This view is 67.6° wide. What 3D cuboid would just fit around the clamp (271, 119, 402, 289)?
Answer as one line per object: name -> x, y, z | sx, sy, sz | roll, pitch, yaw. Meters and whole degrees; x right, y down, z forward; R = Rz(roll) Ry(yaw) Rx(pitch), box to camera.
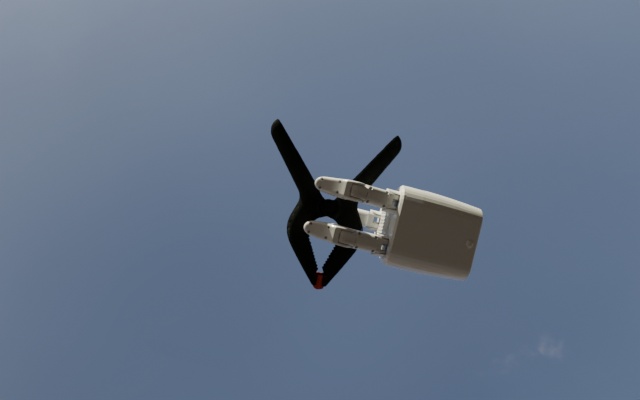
clamp -> 0.000, 0.003, 0.598 | 0.164, 0.210, 0.036 | 14, -2, -2
